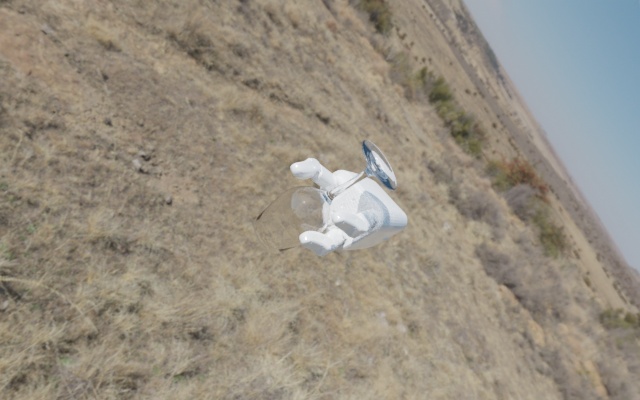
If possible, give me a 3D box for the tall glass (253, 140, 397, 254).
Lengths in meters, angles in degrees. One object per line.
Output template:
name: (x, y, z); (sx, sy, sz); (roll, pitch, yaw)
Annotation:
tall glass: (0.001, 0.002, 0.650); (0.201, 0.079, 0.079); (-32, -15, 25)
